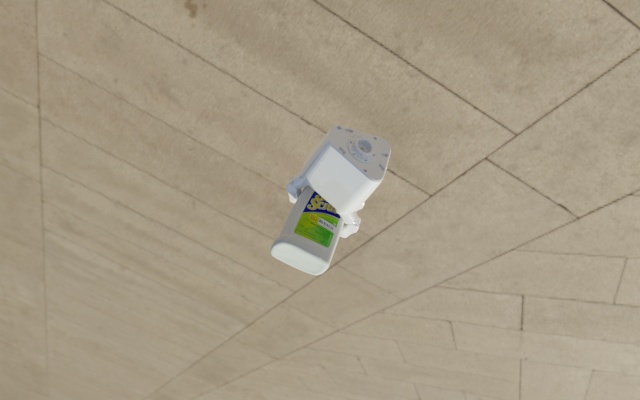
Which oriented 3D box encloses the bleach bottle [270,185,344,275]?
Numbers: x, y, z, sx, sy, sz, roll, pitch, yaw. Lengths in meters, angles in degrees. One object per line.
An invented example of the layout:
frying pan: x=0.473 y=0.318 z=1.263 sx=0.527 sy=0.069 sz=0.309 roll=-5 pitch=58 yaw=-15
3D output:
bleach bottle: x=0.000 y=0.003 z=0.853 sx=0.102 sy=0.250 sz=0.068 roll=27 pitch=-36 yaw=-10
